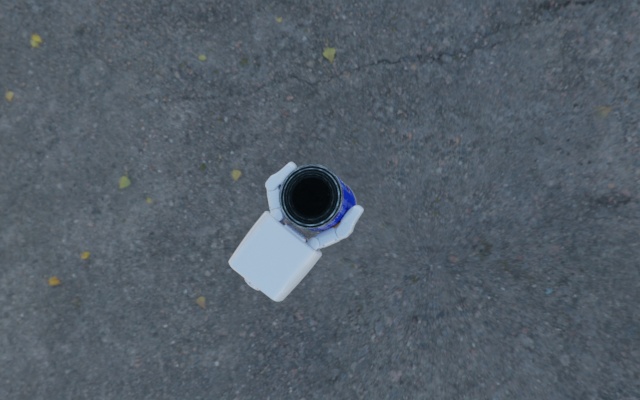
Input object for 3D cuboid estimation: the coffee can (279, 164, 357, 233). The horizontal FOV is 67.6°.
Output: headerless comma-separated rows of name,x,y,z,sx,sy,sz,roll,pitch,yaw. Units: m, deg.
coffee can,0.000,0.003,0.803,0.103,0.103,0.140,0,-7,13
